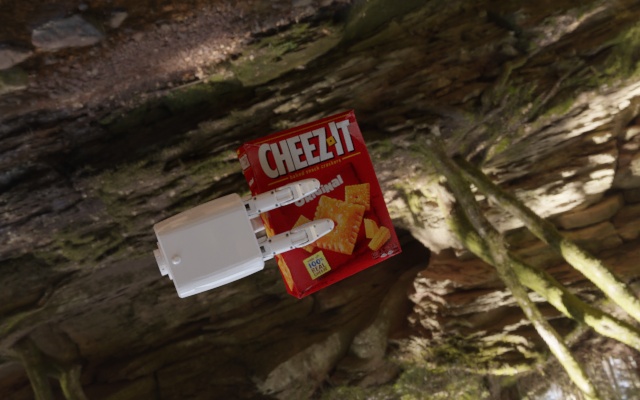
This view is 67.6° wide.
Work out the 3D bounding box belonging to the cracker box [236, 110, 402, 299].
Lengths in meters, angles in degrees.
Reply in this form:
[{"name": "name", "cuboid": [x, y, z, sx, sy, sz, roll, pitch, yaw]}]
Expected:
[{"name": "cracker box", "cuboid": [0.000, 0.002, 0.656, 0.164, 0.214, 0.072, -21, 4, -19]}]
